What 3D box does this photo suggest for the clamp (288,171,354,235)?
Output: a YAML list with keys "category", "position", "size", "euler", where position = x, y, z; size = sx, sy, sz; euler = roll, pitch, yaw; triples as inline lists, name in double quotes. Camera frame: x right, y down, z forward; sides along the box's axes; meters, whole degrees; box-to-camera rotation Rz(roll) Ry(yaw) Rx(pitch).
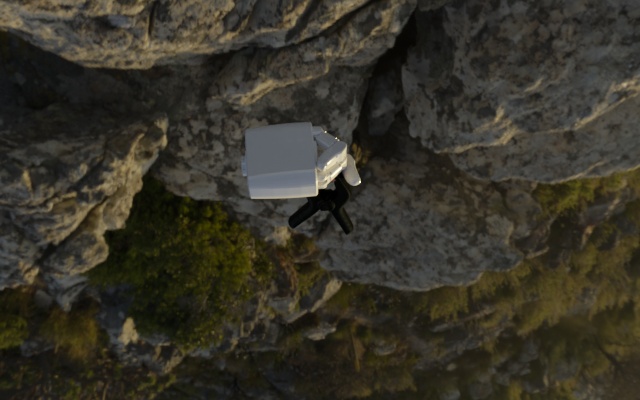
- category: "clamp"
  position: [0.000, 0.003, 0.832]
  size: [0.120, 0.039, 0.172]
  euler: [-3, -43, -2]
